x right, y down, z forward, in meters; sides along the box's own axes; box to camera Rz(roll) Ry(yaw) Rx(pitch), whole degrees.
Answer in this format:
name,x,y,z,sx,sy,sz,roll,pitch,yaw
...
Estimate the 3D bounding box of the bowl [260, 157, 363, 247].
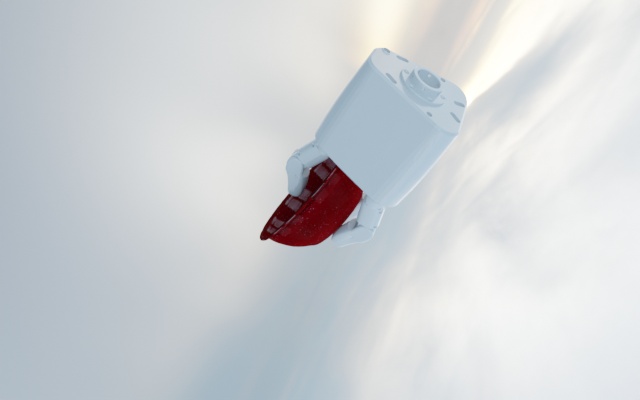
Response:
name,x,y,z,sx,sy,sz,roll,pitch,yaw
bowl,0.000,0.003,0.573,0.055,0.162,0.162,42,-10,-11
